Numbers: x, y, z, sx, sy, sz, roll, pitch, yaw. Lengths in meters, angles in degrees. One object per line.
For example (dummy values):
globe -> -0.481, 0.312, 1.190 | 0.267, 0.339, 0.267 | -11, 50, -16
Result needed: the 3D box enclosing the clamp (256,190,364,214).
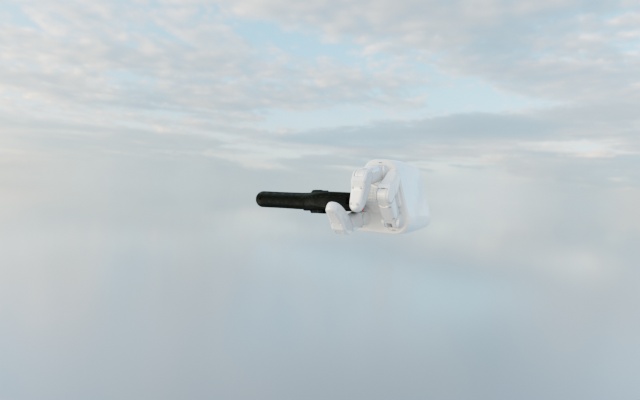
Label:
clamp -> 0.000, 0.002, 0.735 | 0.171, 0.039, 0.120 | 4, 4, 32
